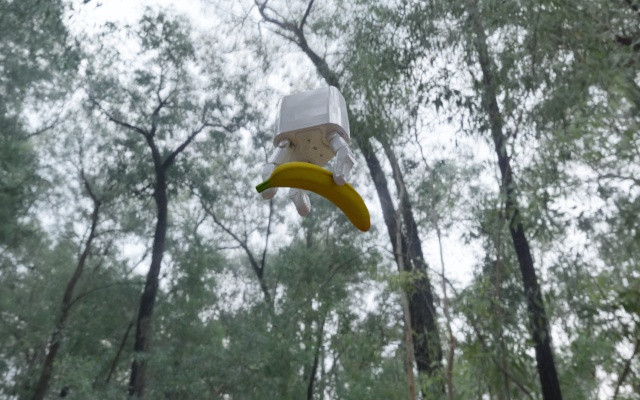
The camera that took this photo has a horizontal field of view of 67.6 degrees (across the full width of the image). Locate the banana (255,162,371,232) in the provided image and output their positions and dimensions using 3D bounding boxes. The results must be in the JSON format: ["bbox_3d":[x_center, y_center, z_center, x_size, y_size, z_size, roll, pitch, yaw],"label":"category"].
[{"bbox_3d":[0.007,-0.011,0.697,0.198,0.037,0.070,23,-52,-25],"label":"banana"}]
